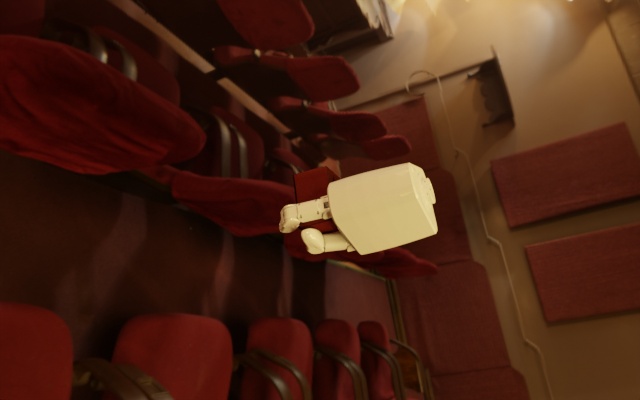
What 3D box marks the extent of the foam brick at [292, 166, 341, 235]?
[{"bbox_3d":[0.000,0.002,0.637,0.051,0.078,0.053,-17,-23,21],"label":"foam brick"}]
